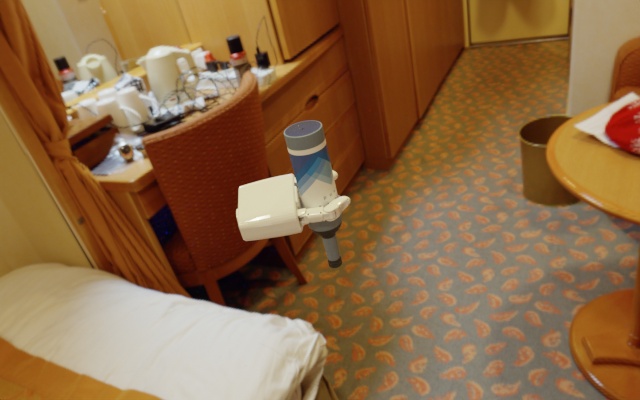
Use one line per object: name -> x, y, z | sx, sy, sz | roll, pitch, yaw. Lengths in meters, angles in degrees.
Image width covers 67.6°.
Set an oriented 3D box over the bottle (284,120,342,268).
bottle -> 0.000, 0.003, 0.873 | 0.069, 0.296, 0.069 | -10, 31, 6
